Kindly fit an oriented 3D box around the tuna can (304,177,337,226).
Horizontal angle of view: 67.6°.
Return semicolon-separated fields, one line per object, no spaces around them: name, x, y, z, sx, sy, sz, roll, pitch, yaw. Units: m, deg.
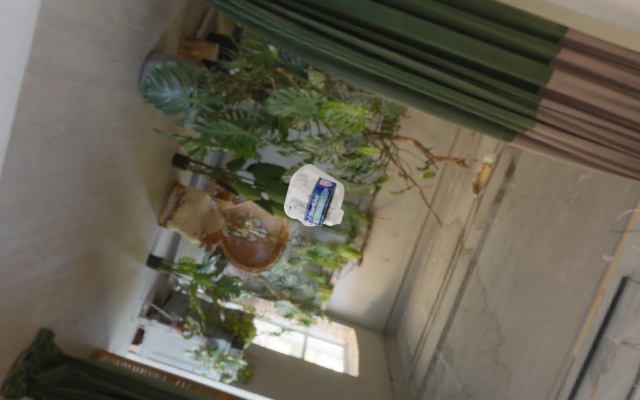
tuna can;0.001;0.003;0.862;0.034;0.086;0.086;20;2;5
